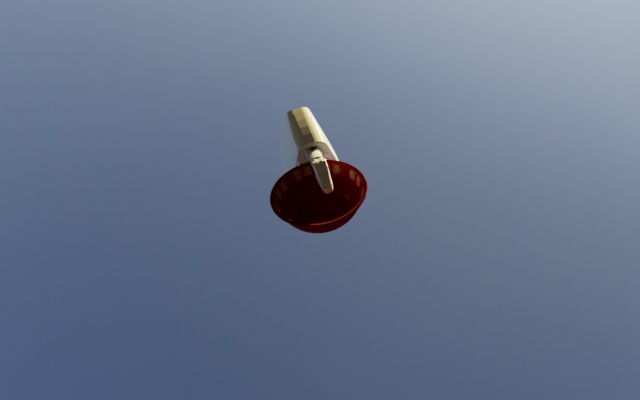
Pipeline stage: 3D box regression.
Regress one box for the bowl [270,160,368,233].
[{"bbox_3d":[0.000,0.004,0.796,0.162,0.055,0.162,-6,42,6],"label":"bowl"}]
